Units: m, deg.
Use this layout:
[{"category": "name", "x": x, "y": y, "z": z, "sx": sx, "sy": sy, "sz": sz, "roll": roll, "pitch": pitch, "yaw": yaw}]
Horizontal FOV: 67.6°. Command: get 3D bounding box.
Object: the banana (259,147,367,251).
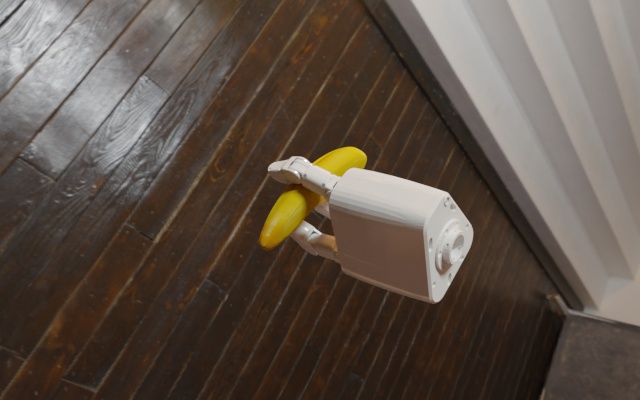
[{"category": "banana", "x": 0.003, "y": -0.015, "z": 0.538, "sx": 0.037, "sy": 0.070, "sz": 0.197, "roll": 23, "pitch": 39, "yaw": 29}]
